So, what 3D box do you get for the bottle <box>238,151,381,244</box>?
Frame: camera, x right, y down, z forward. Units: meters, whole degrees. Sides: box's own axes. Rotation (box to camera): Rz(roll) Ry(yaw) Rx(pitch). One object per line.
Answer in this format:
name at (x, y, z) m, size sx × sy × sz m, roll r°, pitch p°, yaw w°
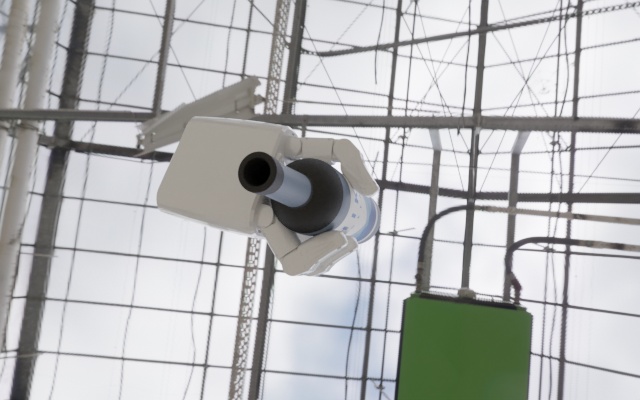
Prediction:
bottle at (0.000, 0.001, 0.447) m, size 0.069 × 0.069 × 0.296 m, roll 0°, pitch -8°, yaw 16°
